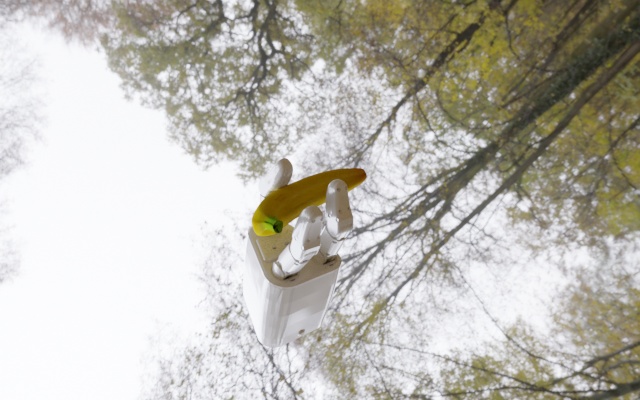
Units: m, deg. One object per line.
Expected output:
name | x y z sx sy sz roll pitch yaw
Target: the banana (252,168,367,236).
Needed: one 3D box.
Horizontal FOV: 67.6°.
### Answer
banana | -0.018 0.001 0.534 0.069 0.037 0.197 7 23 30
